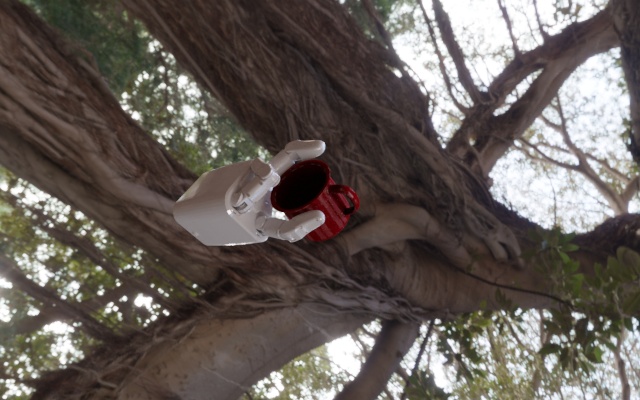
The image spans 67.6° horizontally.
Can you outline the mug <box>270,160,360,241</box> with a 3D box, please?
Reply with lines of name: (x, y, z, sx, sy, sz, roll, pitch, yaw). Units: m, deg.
mug: (0.001, 0.002, 0.664, 0.117, 0.093, 0.081, -8, -42, 31)
